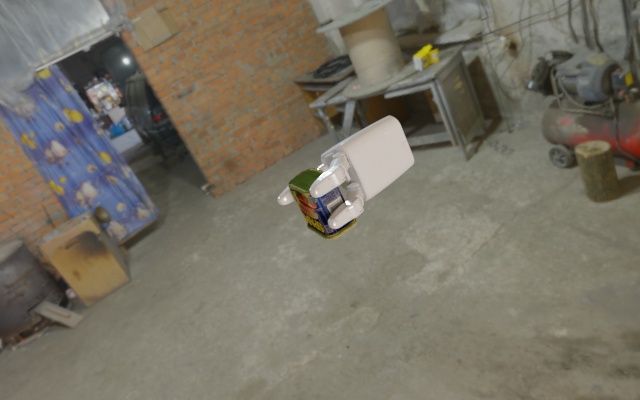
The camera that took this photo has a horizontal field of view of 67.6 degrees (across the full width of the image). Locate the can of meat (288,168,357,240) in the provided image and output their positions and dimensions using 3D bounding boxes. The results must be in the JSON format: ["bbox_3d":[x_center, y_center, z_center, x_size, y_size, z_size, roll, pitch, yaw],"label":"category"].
[{"bbox_3d":[0.000,0.002,0.730,0.057,0.084,0.102,-33,23,-15],"label":"can of meat"}]
